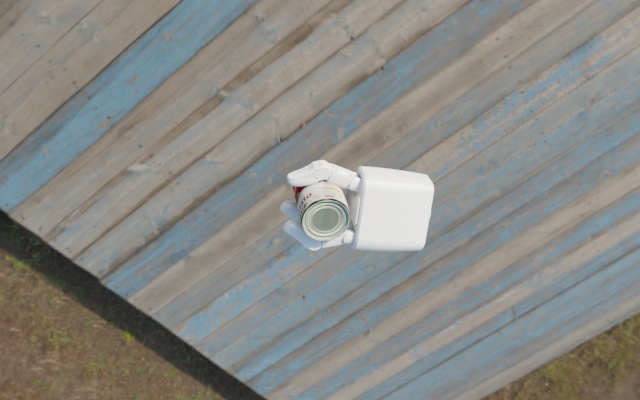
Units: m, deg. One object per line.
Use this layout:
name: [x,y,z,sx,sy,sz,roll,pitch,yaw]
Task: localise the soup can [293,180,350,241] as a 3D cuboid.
soup can: [0.000,0.002,0.666,0.068,0.068,0.102,0,30,-10]
